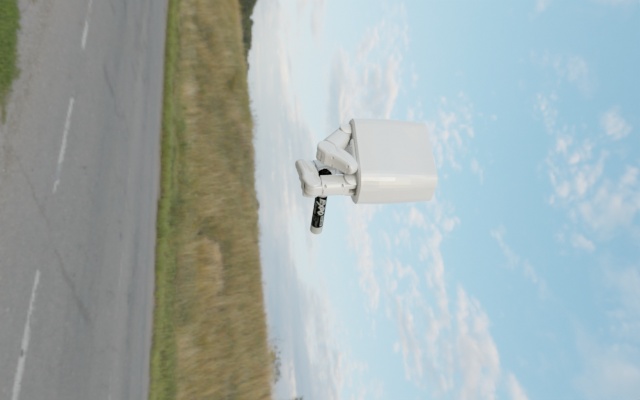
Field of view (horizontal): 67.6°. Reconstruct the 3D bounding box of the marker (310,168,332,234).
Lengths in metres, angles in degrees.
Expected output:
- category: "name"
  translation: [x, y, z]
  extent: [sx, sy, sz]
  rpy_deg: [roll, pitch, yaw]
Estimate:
- category: "marker"
  translation: [0.000, 0.002, 0.659]
  extent: [0.020, 0.020, 0.121]
  rpy_deg: [0, -43, -8]
